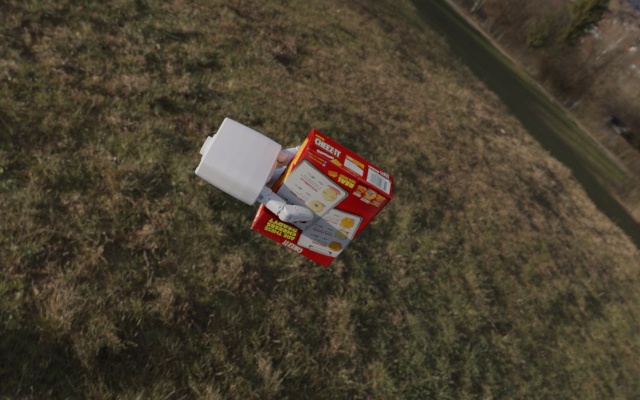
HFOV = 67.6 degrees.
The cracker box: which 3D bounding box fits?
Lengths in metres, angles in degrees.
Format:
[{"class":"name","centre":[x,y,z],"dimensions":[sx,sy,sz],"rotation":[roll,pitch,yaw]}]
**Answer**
[{"class":"cracker box","centre":[0.000,0.003,0.836],"dimensions":[0.164,0.072,0.214],"rotation":[29,-51,-12]}]
